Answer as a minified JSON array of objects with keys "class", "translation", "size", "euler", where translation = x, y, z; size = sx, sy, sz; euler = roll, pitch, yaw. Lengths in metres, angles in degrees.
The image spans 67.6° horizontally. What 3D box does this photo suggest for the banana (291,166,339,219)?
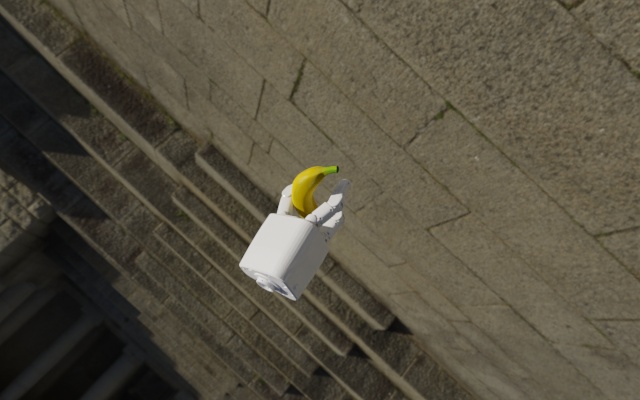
[{"class":"banana","translation":[-0.017,-0.005,0.823],"size":[0.069,0.037,0.198],"euler":[18,-28,2]}]
